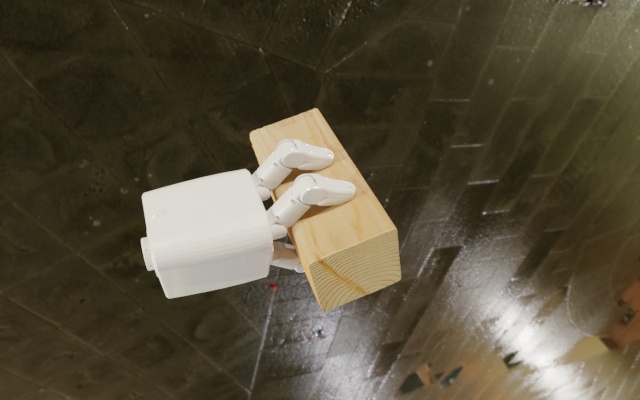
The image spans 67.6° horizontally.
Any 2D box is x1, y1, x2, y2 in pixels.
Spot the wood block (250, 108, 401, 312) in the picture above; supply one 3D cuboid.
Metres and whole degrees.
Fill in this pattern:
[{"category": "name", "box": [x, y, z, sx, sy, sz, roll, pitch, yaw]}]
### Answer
[{"category": "wood block", "box": [0.000, 0.002, 0.523, 0.090, 0.206, 0.091, -22, -42, -7]}]
